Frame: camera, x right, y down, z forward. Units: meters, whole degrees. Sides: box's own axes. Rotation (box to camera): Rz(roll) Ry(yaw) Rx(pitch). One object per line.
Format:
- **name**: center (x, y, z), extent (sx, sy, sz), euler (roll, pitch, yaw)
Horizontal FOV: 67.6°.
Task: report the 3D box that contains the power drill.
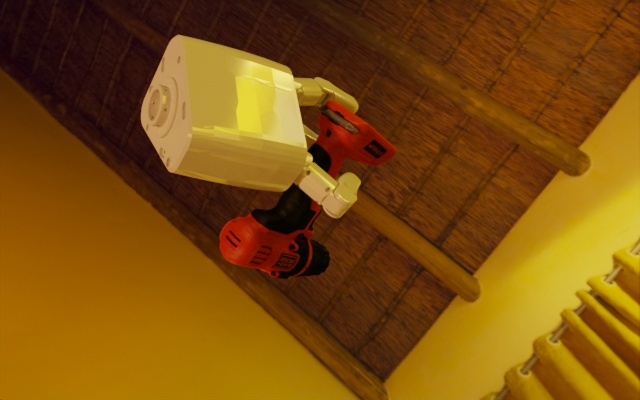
- **power drill**: center (0.000, 0.001, 0.509), extent (0.057, 0.187, 0.184), euler (37, 6, 28)
